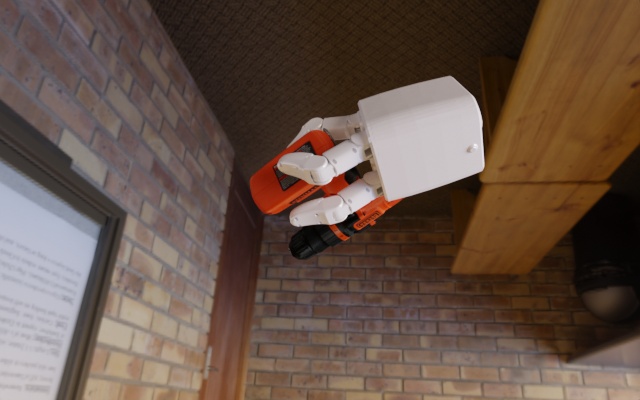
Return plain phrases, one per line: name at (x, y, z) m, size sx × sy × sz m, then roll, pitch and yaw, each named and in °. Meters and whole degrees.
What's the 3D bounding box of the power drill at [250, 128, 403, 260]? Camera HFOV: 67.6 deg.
power drill at (0.000, 0.002, 0.576) m, size 0.184 × 0.057 × 0.188 m, roll -37°, pitch -29°, yaw 15°
